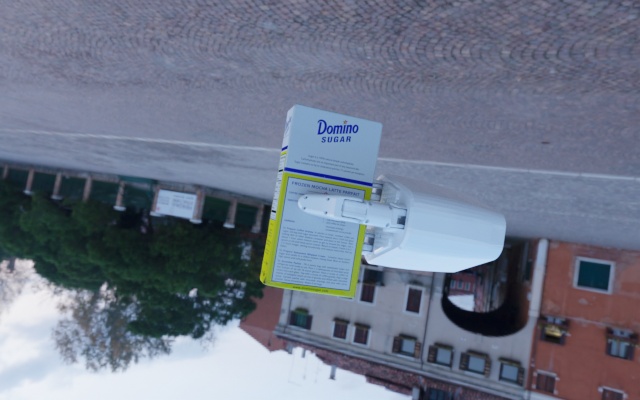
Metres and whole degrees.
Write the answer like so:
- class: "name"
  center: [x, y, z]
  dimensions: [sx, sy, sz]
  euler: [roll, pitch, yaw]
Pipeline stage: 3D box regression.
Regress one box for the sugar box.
- class: "sugar box"
  center: [0.000, 0.002, 0.476]
  dimensions: [0.093, 0.176, 0.048]
  euler: [11, -4, -14]
